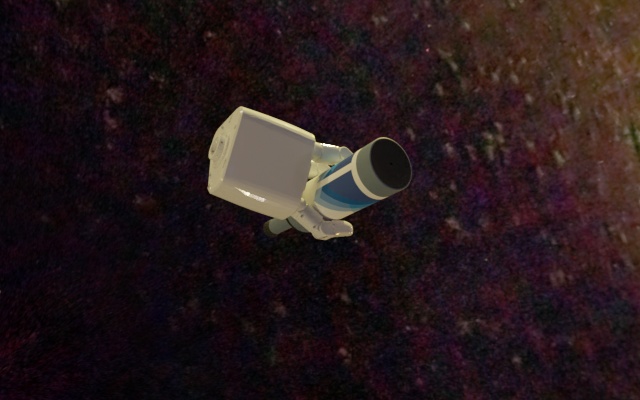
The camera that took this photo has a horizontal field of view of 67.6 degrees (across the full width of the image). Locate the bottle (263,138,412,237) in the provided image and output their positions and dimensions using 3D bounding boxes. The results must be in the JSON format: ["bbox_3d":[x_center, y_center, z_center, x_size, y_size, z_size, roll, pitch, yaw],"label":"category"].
[{"bbox_3d":[0.000,0.002,0.668,0.069,0.069,0.296,0,-18,-36],"label":"bottle"}]
